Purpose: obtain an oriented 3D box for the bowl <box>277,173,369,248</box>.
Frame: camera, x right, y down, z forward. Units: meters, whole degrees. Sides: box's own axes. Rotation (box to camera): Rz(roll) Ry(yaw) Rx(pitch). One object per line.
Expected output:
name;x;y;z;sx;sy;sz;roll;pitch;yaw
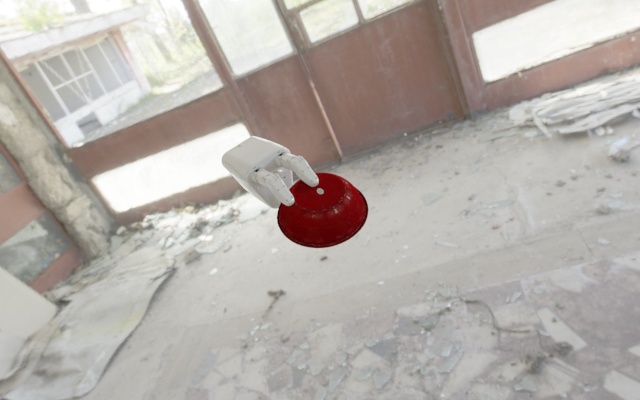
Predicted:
bowl;0.001;0.003;0.818;0.162;0.162;0.055;0;-43;9
